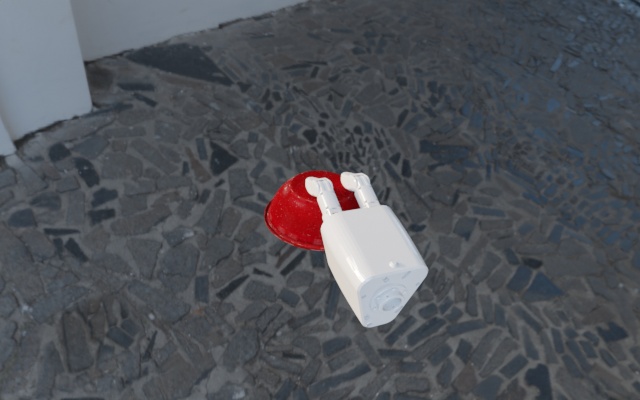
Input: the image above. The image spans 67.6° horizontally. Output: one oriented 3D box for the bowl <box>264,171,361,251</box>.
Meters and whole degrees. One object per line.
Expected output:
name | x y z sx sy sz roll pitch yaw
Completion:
bowl | -0.001 0.001 0.690 0.162 0.055 0.162 4 32 -2
